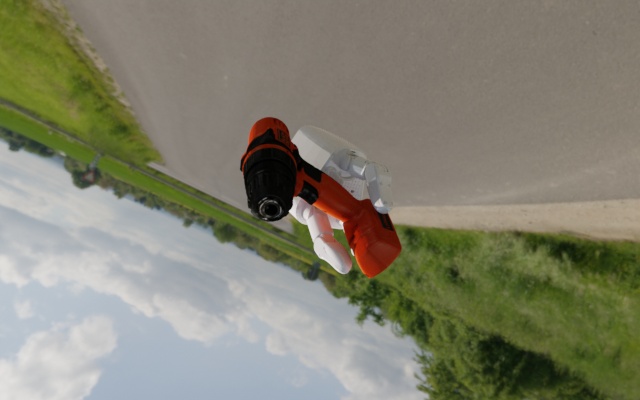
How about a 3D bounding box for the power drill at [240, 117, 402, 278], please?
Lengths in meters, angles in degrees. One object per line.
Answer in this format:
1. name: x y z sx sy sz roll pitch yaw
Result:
1. power drill: 0.000 0.002 0.497 0.188 0.057 0.184 39 20 -24
